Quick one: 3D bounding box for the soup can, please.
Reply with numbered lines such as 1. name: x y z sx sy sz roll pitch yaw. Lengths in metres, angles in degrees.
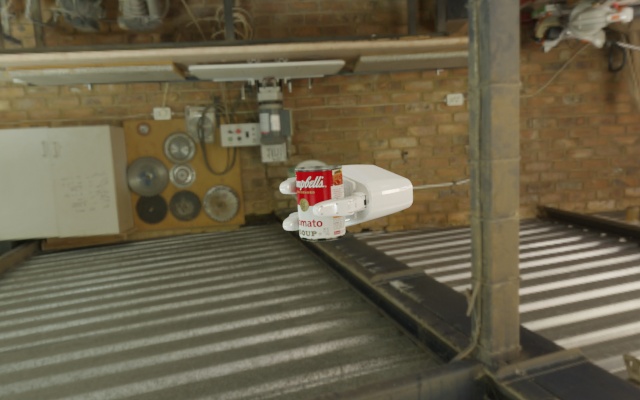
1. soup can: 0.000 0.003 0.688 0.068 0.102 0.068 -3 7 0
